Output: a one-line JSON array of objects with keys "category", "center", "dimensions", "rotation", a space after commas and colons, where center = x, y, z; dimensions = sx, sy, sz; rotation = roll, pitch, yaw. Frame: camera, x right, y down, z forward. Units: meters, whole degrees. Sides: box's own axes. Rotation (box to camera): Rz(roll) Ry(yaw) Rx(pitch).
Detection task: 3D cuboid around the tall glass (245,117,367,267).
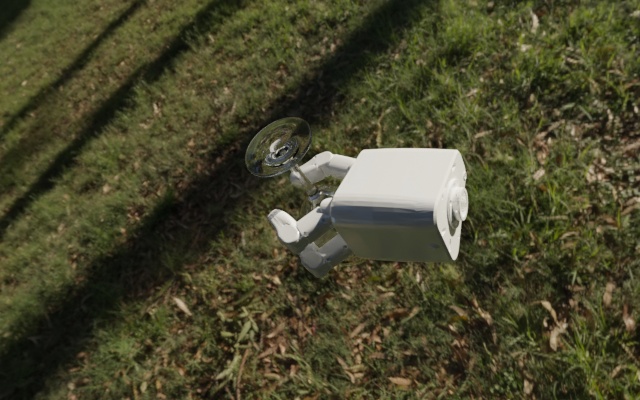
[{"category": "tall glass", "center": [0.000, 0.001, 0.536], "dimensions": [0.079, 0.079, 0.201], "rotation": [0, -34, 30]}]
